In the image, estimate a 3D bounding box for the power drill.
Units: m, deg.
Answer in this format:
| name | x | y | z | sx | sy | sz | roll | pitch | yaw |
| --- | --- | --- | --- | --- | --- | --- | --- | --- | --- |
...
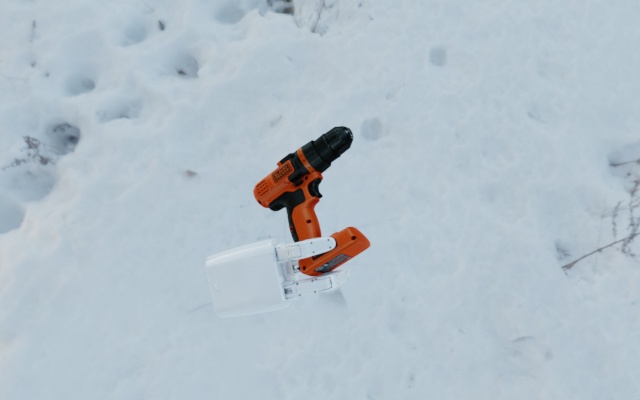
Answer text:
| name | x | y | z | sx | sy | sz | roll | pitch | yaw |
| --- | --- | --- | --- | --- | --- | --- | --- | --- | --- |
| power drill | 0.000 | 0.003 | 0.704 | 0.184 | 0.187 | 0.057 | -36 | -30 | 19 |
